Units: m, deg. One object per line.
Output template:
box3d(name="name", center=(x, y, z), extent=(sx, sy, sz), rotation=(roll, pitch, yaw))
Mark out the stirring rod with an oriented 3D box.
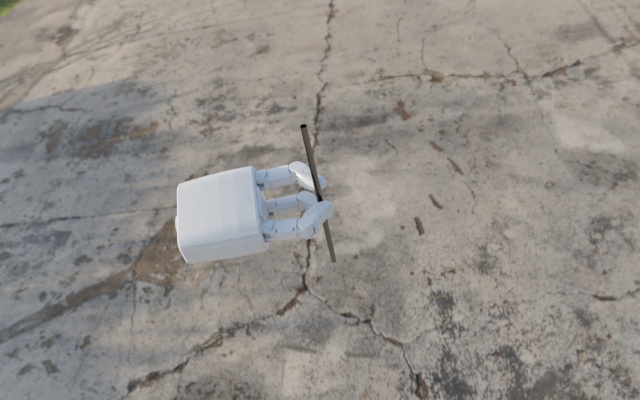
box3d(name="stirring rod", center=(0.000, 0.002, 0.625), extent=(0.011, 0.240, 0.011), rotation=(-7, 43, 6))
